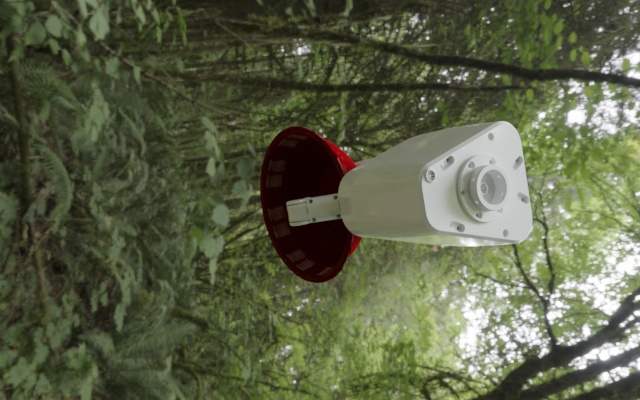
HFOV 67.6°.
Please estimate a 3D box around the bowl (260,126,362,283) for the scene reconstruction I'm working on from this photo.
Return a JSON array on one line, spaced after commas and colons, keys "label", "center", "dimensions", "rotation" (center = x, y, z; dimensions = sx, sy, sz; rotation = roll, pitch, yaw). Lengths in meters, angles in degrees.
[{"label": "bowl", "center": [0.000, 0.001, 0.505], "dimensions": [0.055, 0.162, 0.162], "rotation": [-11, 7, -37]}]
